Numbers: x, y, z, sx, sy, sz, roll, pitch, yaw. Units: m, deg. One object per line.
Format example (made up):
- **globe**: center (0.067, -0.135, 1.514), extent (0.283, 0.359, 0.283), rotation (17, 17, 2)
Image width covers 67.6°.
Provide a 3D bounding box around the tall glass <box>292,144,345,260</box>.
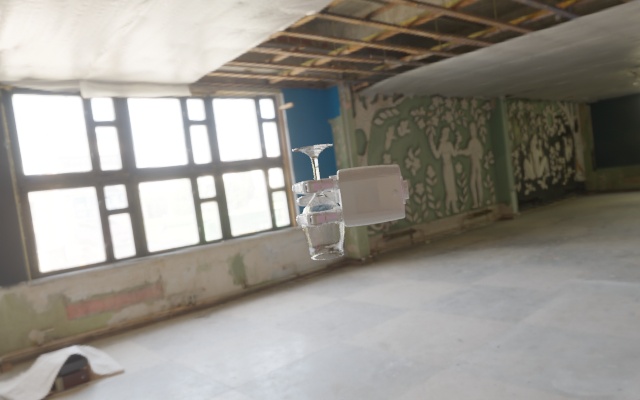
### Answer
- **tall glass**: center (0.000, 0.002, 0.862), extent (0.079, 0.201, 0.079), rotation (-8, 3, 0)
